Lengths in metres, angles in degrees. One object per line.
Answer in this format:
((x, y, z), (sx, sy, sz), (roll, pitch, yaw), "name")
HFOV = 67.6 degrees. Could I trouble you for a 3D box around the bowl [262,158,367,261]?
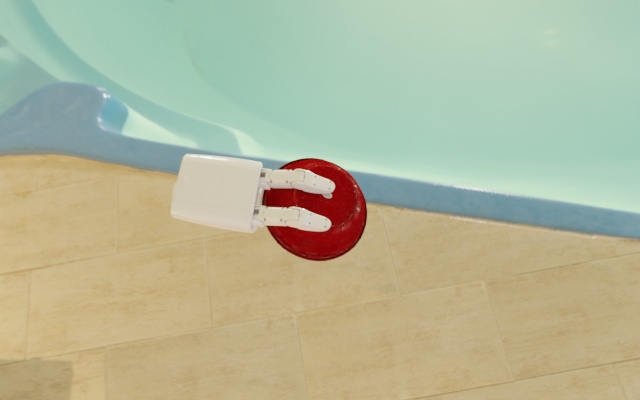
((0.002, 0.002, 0.682), (0.162, 0.162, 0.055), (0, -20, -17), "bowl")
